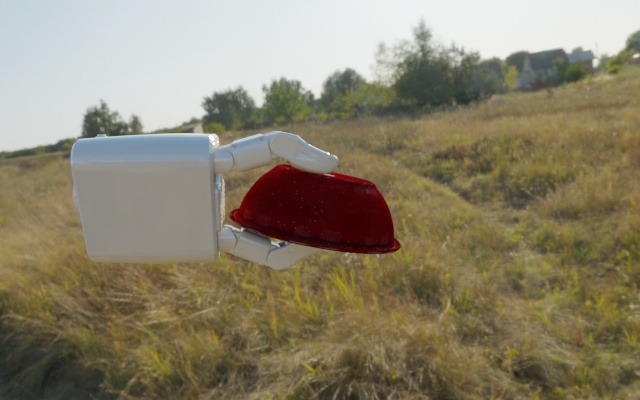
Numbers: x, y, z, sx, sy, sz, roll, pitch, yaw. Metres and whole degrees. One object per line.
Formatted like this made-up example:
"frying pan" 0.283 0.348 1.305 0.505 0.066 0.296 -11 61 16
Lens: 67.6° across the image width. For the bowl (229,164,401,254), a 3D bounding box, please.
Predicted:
"bowl" 0.001 0.001 0.445 0.162 0.055 0.162 11 6 -1
